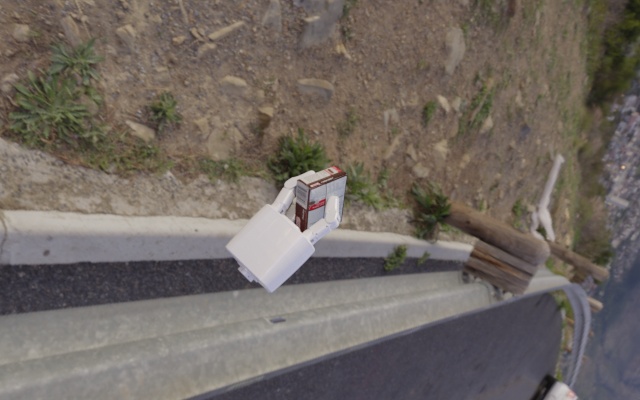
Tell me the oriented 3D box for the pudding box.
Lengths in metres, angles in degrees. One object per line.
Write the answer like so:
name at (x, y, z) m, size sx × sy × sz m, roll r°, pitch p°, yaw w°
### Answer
pudding box at (0.000, 0.003, 0.864) m, size 0.090 × 0.114 × 0.039 m, roll -23°, pitch 46°, yaw -34°
